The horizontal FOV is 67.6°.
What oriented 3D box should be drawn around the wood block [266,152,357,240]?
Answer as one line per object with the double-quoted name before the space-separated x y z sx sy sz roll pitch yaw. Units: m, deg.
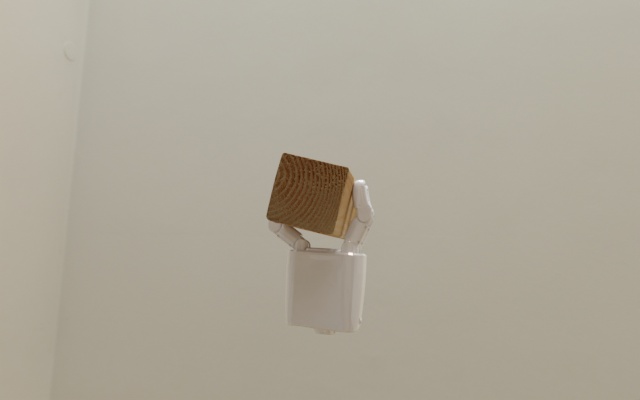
"wood block" 0.000 0.003 0.693 0.091 0.090 0.206 13 -4 10
